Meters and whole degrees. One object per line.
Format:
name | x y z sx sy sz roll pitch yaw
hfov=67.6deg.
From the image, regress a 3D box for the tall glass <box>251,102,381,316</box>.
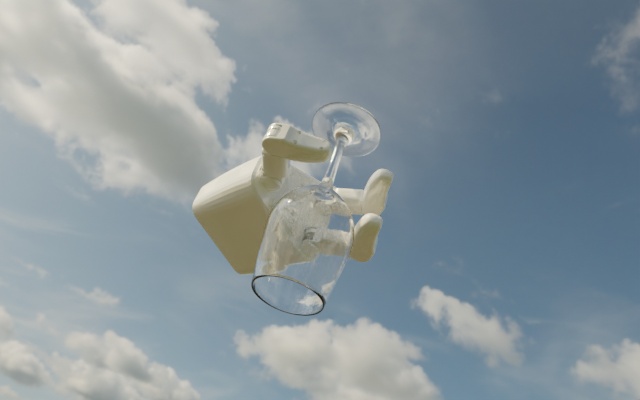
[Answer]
tall glass | 0.000 0.001 0.438 0.079 0.201 0.079 12 -38 10
